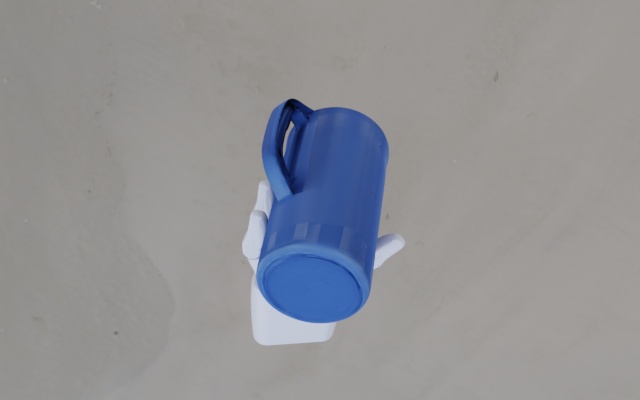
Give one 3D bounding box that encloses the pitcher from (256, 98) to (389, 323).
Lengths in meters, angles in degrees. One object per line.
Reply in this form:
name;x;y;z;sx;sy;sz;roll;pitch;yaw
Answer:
pitcher;0.000;0.002;0.524;0.149;0.145;0.242;11;39;0
